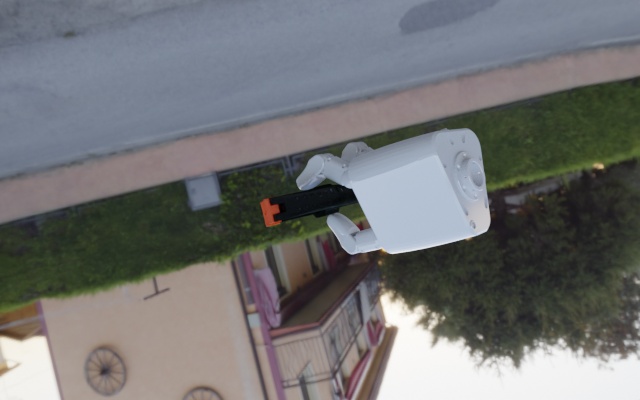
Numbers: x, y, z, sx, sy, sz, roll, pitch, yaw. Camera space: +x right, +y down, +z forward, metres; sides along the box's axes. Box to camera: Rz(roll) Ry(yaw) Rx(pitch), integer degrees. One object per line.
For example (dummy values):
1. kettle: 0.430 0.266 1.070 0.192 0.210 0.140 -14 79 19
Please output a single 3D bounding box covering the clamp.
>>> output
1. clamp: 0.000 0.003 0.582 0.210 0.036 0.164 -13 -4 -45
